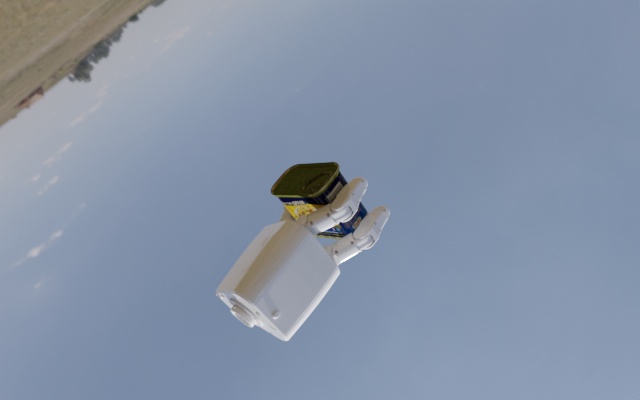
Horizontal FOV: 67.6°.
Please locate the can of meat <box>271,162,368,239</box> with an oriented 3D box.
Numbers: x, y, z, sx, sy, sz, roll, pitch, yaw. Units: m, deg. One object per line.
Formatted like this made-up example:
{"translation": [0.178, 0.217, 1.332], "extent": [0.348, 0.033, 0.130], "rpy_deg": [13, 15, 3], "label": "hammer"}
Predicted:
{"translation": [0.000, 0.002, 0.605], "extent": [0.102, 0.057, 0.084], "rpy_deg": [1, -44, 48], "label": "can of meat"}
